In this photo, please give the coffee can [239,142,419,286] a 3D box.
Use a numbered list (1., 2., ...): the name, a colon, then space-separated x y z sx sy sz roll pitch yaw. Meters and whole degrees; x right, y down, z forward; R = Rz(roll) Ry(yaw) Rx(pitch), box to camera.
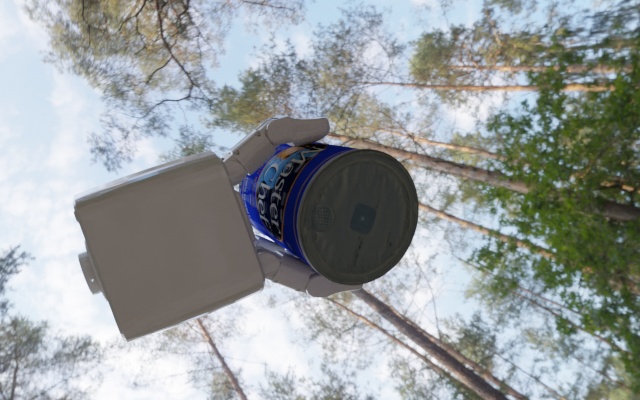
1. coffee can: 0.000 0.001 0.410 0.103 0.103 0.140 0 10 -28
